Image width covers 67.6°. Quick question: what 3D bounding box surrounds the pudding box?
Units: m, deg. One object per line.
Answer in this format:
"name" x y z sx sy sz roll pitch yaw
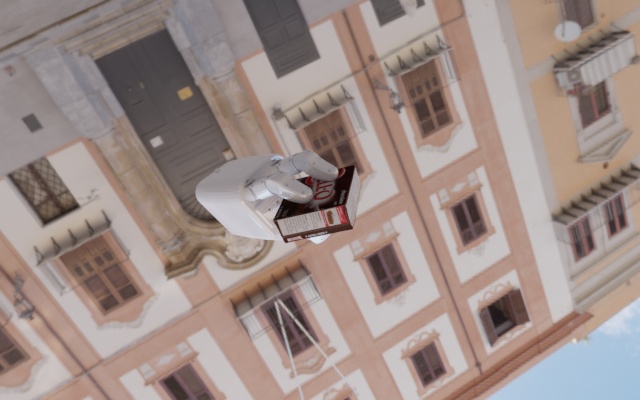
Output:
"pudding box" 0.000 0.002 0.590 0.090 0.039 0.113 -14 27 16
